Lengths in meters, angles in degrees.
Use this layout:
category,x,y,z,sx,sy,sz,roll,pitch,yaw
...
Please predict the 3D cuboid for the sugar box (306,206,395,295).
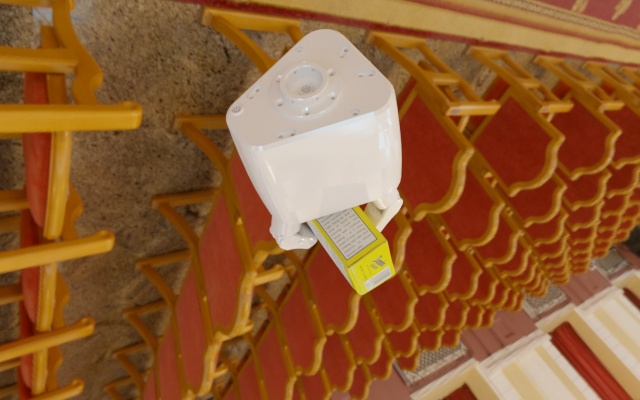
category,x,y,z,sx,sy,sz,roll,pitch,yaw
sugar box,0.001,0.001,0.459,0.048,0.176,0.093,-33,-28,-5
